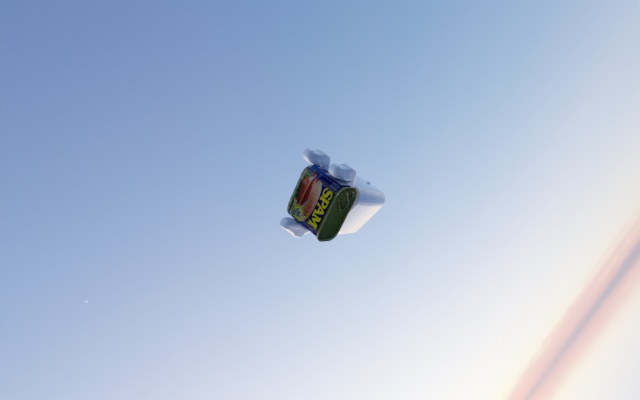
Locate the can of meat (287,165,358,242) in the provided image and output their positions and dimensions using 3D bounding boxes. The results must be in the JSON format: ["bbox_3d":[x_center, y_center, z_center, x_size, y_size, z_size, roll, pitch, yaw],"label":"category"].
[{"bbox_3d":[0.000,0.002,0.786,0.084,0.102,0.057,37,21,31],"label":"can of meat"}]
